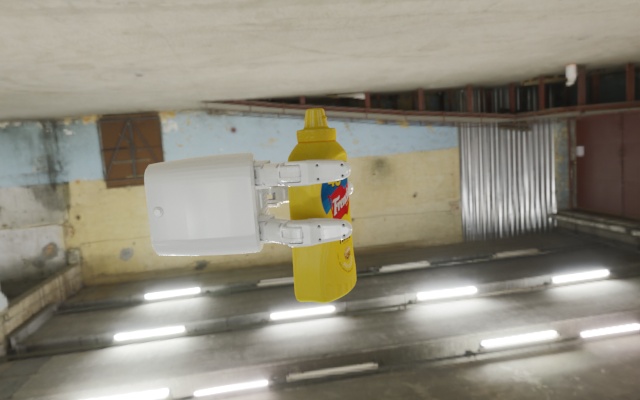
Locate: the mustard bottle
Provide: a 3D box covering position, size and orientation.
[{"bbox_3d":[0.000,0.002,0.498,0.058,0.191,0.096,-1,8,24],"label":"mustard bottle"}]
